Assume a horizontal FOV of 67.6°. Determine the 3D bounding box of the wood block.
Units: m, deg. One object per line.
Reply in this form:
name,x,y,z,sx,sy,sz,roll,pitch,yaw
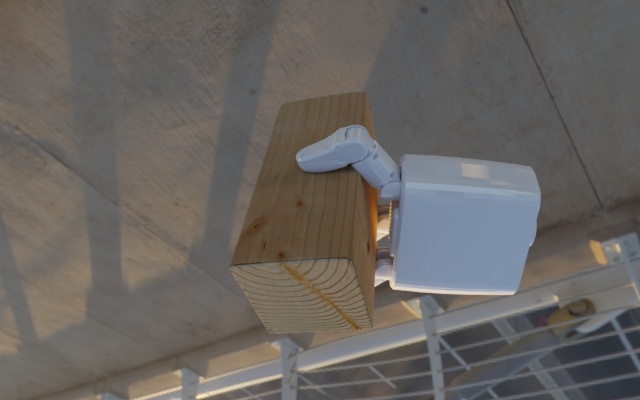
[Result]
wood block,0.000,0.001,0.423,0.090,0.091,0.206,-6,43,14
